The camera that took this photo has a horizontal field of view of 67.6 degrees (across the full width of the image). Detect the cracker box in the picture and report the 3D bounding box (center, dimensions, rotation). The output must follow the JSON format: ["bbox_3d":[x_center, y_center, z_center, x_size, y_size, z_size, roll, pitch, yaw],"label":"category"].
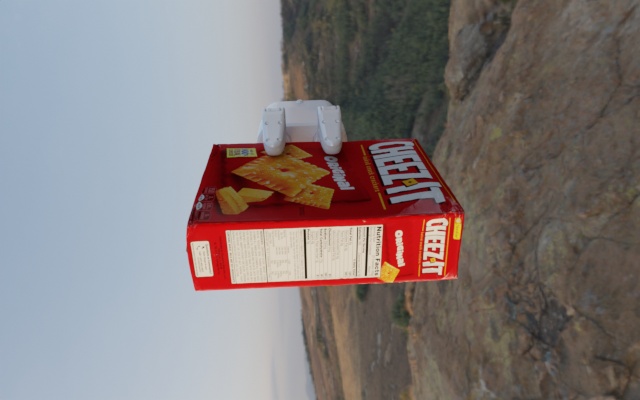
[{"bbox_3d":[0.000,0.002,0.435,0.214,0.072,0.164,-3,28,-2],"label":"cracker box"}]
